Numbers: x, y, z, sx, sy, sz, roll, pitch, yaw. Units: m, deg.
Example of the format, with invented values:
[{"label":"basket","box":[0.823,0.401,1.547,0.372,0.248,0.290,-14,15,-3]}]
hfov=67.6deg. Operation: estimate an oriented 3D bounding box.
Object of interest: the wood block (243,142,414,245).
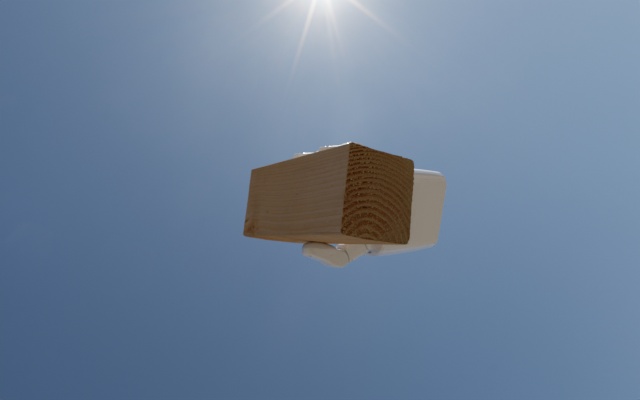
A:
[{"label":"wood block","box":[0.000,0.002,0.550,0.090,0.091,0.206,11,-11,-33]}]
